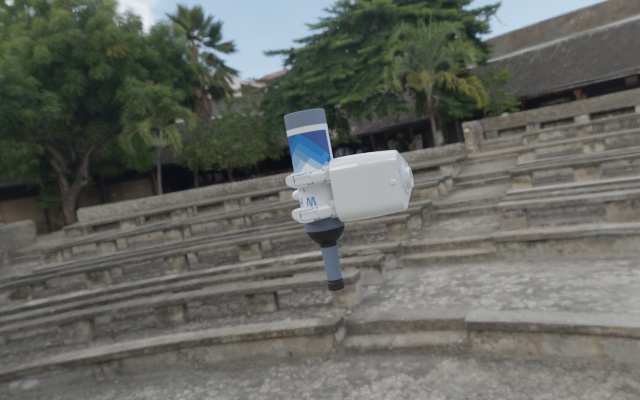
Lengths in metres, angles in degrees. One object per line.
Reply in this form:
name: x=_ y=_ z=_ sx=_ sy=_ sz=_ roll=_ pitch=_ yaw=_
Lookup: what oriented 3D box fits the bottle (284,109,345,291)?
bottle: x=0.000 y=0.002 z=0.784 sx=0.069 sy=0.296 sz=0.069 roll=-10 pitch=4 yaw=1
